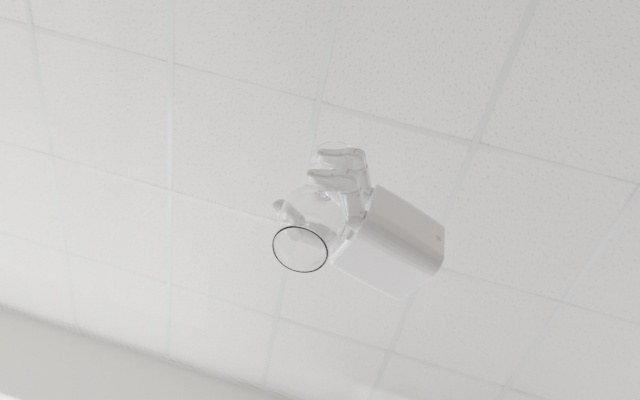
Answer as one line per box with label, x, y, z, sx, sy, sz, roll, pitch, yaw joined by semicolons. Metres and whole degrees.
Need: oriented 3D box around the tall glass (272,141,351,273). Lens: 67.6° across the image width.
tall glass;0.000;0.002;0.586;0.079;0.079;0.201;0;31;15
